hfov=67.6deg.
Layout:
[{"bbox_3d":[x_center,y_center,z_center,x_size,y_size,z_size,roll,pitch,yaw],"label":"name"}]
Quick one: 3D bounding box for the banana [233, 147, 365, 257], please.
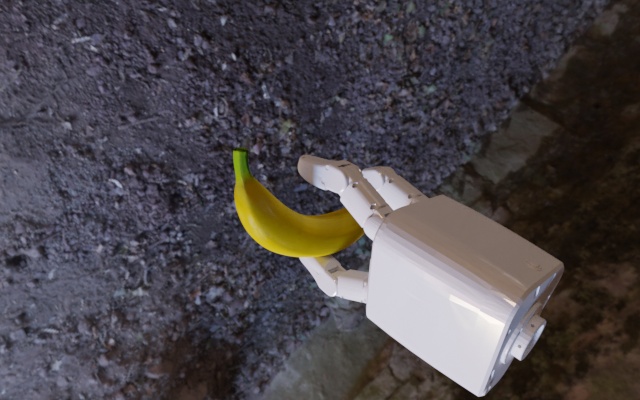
[{"bbox_3d":[-0.010,0.018,0.417,0.037,0.069,0.198,25,1,37],"label":"banana"}]
